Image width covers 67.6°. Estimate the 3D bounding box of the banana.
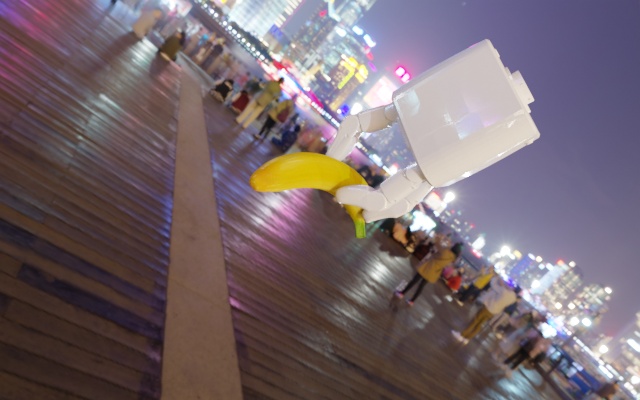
[{"bbox_3d":[0.005,-0.015,0.519,0.037,0.069,0.198,-3,-20,40],"label":"banana"}]
